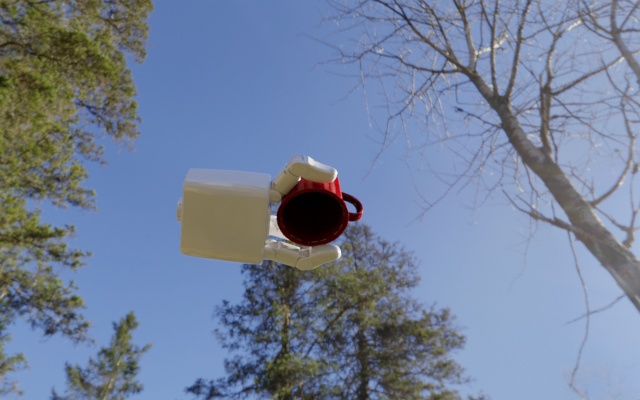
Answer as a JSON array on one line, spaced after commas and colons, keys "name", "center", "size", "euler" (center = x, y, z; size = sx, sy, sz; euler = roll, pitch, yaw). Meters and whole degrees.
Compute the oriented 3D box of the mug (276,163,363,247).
[{"name": "mug", "center": [0.002, 0.002, 0.643], "size": [0.117, 0.093, 0.081], "euler": [6, 34, -8]}]
